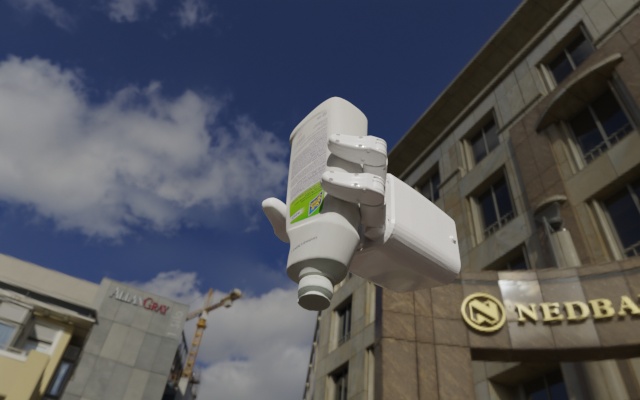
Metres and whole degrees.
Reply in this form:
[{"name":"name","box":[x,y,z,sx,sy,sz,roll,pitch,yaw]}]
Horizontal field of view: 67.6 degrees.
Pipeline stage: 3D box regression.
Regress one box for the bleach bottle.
[{"name":"bleach bottle","box":[0.000,0.002,0.502,0.068,0.250,0.103,31,-48,-24]}]
